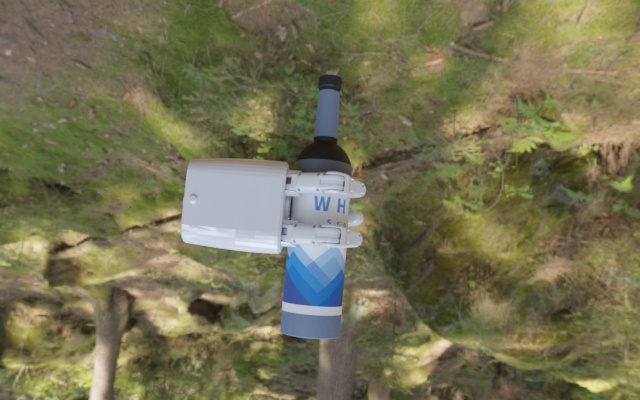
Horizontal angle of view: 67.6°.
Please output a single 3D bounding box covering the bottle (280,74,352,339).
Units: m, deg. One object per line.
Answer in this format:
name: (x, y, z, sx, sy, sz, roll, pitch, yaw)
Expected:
bottle: (0.000, 0.002, 0.546, 0.069, 0.295, 0.069, 5, -7, 1)
